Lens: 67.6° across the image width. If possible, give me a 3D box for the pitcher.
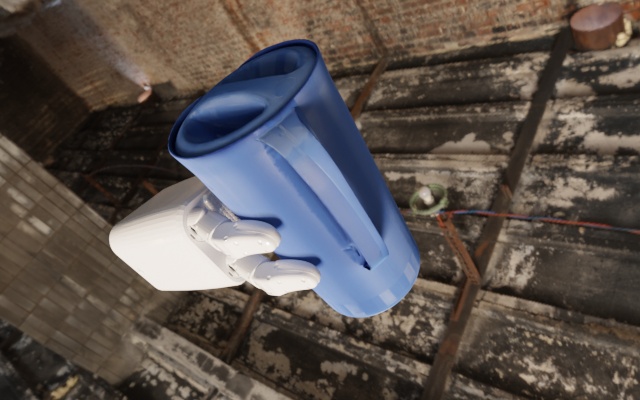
[{"bbox_3d":[0.000,0.001,0.410,0.145,0.149,0.243,-13,-49,30],"label":"pitcher"}]
